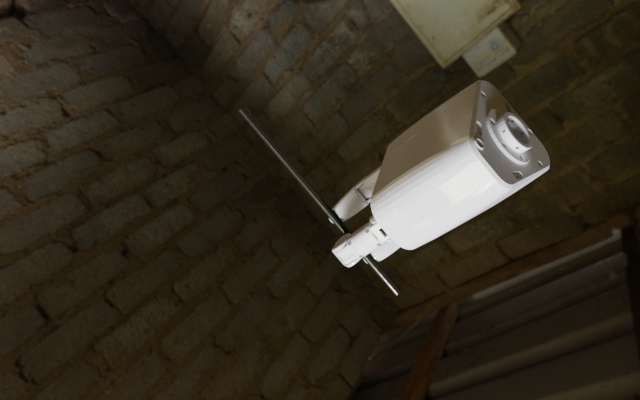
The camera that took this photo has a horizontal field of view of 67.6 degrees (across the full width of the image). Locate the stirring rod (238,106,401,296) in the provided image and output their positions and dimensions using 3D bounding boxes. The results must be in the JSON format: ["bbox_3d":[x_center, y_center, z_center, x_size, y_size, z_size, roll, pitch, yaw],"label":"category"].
[{"bbox_3d":[0.000,0.001,0.474,0.011,0.239,0.011,-40,2,2],"label":"stirring rod"}]
